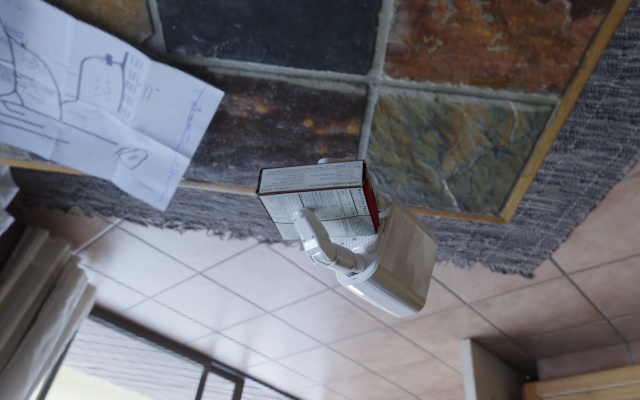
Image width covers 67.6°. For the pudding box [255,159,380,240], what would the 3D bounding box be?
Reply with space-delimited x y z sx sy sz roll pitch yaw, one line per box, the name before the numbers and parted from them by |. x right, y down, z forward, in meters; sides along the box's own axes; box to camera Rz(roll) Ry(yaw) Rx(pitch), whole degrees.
pudding box | 0.000 0.002 0.501 0.113 0.039 0.090 -5 -38 13
